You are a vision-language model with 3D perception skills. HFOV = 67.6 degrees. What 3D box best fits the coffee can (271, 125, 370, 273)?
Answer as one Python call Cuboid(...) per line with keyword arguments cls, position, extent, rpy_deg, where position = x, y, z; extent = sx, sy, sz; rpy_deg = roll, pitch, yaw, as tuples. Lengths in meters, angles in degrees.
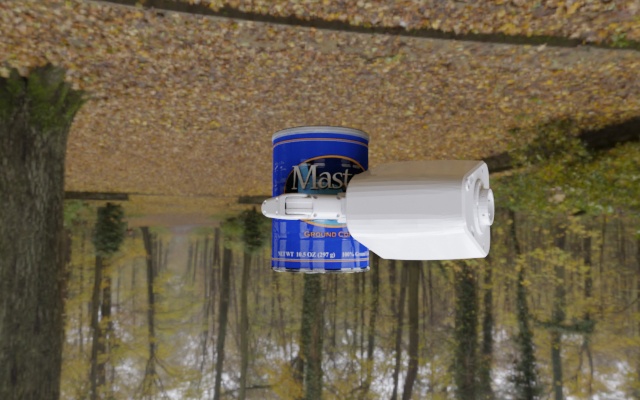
Cuboid(cls="coffee can", position=(0.000, 0.001, 0.499), extent=(0.103, 0.140, 0.103), rpy_deg=(0, -4, 0))
